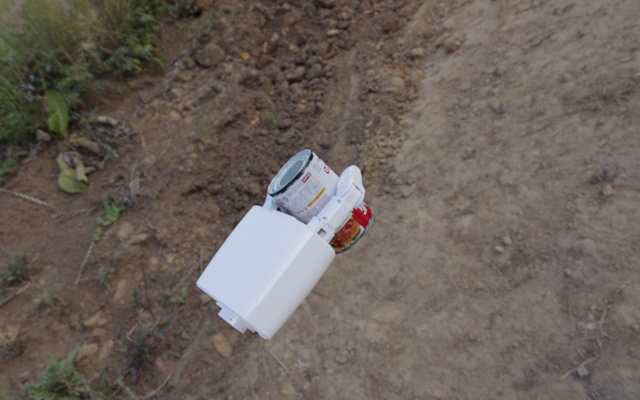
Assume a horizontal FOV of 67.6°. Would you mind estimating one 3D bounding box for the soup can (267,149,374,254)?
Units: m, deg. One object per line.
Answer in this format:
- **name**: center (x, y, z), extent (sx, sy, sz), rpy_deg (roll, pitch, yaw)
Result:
- **soup can**: center (0.000, 0.001, 0.527), extent (0.102, 0.068, 0.068), rpy_deg (44, -18, -20)
